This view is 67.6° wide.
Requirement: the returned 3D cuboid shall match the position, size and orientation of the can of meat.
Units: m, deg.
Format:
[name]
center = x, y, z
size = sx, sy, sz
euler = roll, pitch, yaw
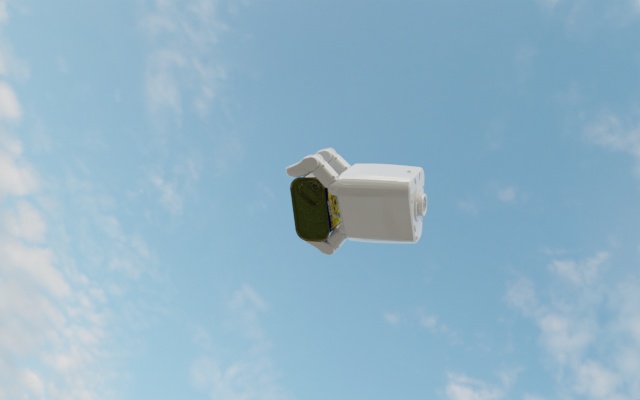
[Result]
[can of meat]
center = 0.000, 0.002, 0.752
size = 0.057, 0.102, 0.084
euler = 1, 18, 25
